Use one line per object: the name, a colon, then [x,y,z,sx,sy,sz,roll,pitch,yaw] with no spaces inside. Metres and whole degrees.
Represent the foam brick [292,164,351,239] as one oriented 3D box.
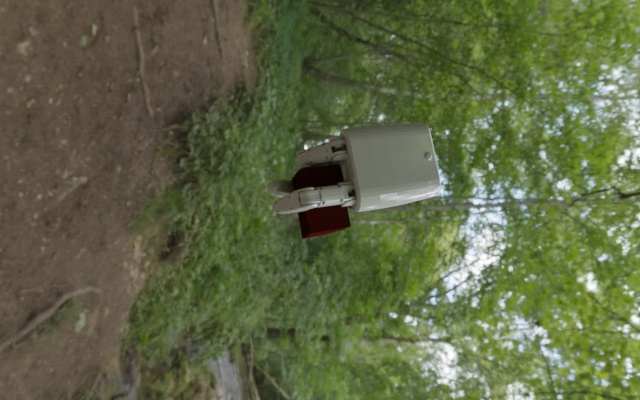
foam brick: [0.000,0.002,0.575,0.051,0.078,0.053,-8,-8,-14]
